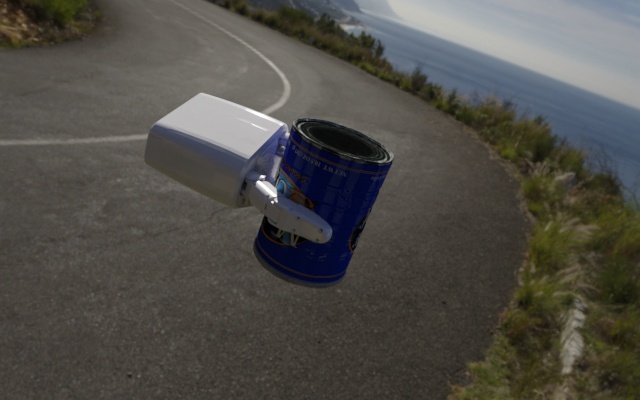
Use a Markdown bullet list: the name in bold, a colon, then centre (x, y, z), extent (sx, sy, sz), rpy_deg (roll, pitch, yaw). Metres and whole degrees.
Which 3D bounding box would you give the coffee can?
- **coffee can**: centre (0.000, 0.002, 0.481), extent (0.103, 0.140, 0.102), rpy_deg (17, 23, -7)
